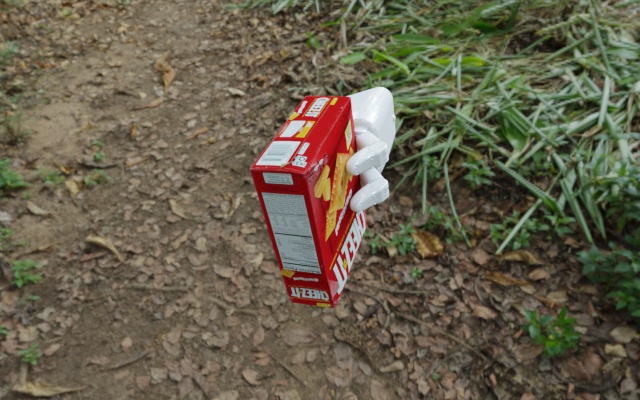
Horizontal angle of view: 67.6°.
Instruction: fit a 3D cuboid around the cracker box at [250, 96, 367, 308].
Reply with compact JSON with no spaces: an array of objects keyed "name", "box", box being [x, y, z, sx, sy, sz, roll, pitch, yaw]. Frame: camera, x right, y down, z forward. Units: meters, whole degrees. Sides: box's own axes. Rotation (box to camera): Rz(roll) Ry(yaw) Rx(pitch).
[{"name":"cracker box","box":[0.000,0.002,0.598,0.072,0.214,0.164,5,40,21]}]
